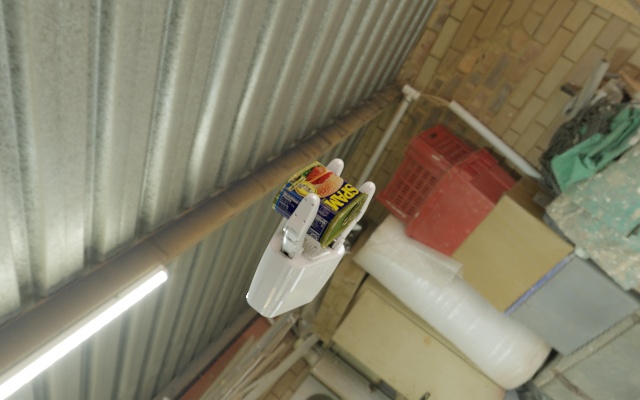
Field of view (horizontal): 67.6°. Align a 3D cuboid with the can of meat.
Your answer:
[{"bbox_3d":[0.000,0.002,0.610,0.084,0.057,0.102,35,35,13],"label":"can of meat"}]
